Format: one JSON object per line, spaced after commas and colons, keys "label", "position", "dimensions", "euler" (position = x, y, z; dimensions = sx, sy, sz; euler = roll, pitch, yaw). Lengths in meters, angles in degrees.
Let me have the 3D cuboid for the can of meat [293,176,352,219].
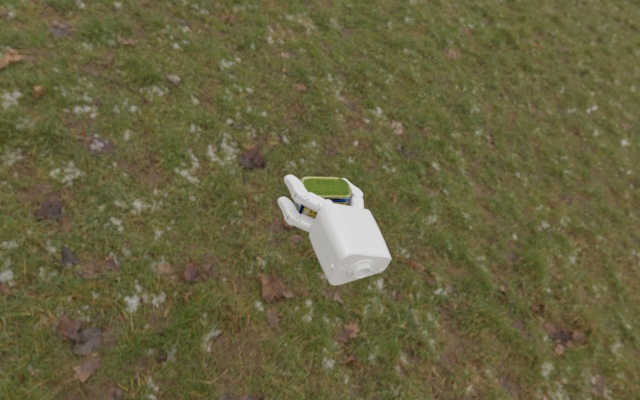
{"label": "can of meat", "position": [0.000, 0.003, 0.887], "dimensions": [0.102, 0.057, 0.084], "euler": [0, -42, -21]}
